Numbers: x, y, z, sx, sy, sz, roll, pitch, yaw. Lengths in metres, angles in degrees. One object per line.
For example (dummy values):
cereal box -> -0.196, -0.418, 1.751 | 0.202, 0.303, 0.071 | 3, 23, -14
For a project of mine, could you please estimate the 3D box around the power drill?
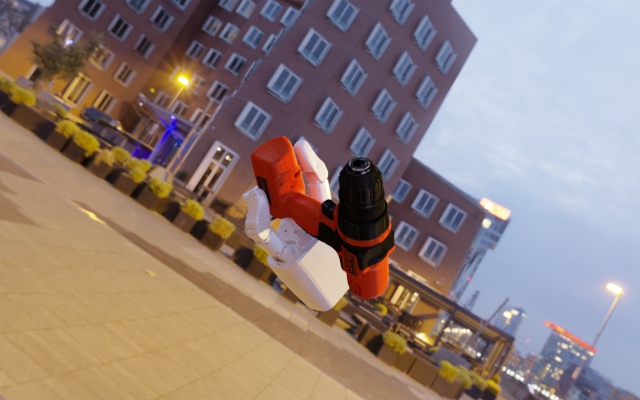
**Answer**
power drill -> 0.000, 0.002, 0.519 | 0.057, 0.185, 0.187 | -32, 48, -24
